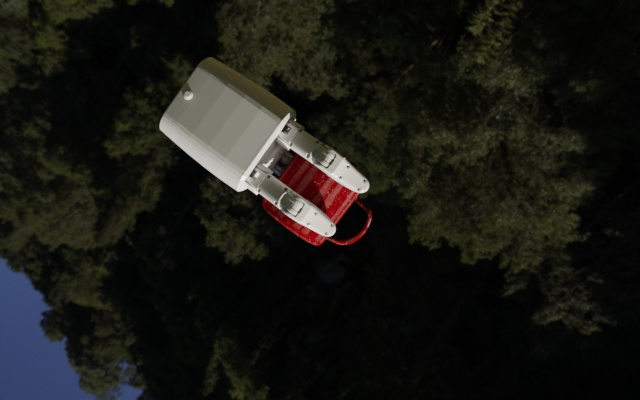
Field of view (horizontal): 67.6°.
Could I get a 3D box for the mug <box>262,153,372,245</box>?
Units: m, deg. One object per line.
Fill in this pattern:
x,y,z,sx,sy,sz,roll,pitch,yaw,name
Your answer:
0.001,0.003,0.521,0.117,0.081,0.093,36,2,5,mug
